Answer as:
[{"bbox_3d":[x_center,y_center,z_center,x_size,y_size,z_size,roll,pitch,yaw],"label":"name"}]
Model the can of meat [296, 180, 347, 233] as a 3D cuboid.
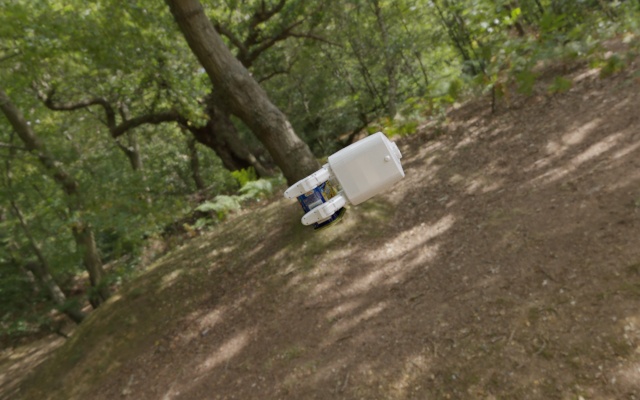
[{"bbox_3d":[0.000,0.003,0.899,0.057,0.084,0.102,-27,8,18],"label":"can of meat"}]
